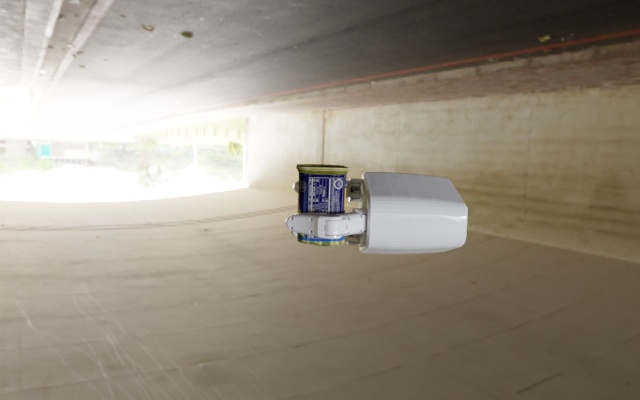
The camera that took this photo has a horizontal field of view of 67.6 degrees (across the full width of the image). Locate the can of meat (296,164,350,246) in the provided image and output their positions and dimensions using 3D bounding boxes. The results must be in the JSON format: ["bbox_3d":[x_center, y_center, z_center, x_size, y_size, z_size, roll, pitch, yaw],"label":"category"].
[{"bbox_3d":[0.000,0.002,0.545,0.057,0.084,0.102,1,6,-3],"label":"can of meat"}]
